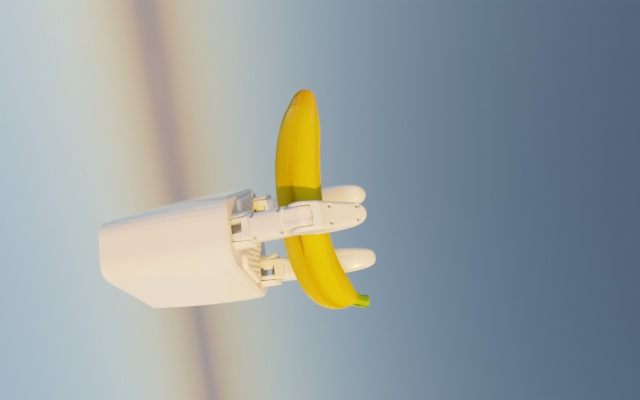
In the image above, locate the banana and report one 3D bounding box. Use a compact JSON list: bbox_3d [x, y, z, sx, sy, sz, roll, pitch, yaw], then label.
[{"bbox_3d":[-0.007,0.009,0.392,0.037,0.198,0.069,-9,10,28],"label":"banana"}]
